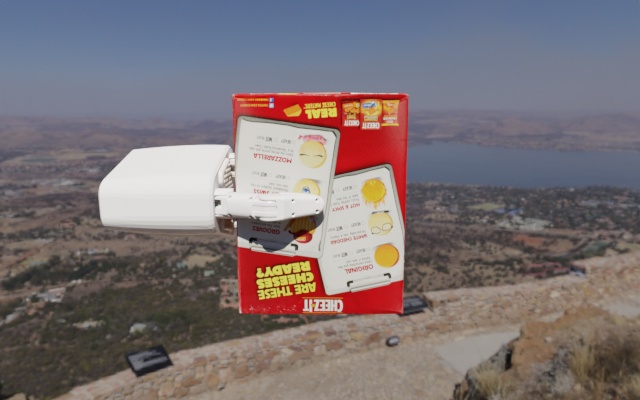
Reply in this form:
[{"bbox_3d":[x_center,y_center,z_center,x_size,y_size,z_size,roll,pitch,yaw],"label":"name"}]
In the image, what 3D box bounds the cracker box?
[{"bbox_3d":[0.000,0.001,0.481,0.164,0.214,0.072,0,11,1],"label":"cracker box"}]
